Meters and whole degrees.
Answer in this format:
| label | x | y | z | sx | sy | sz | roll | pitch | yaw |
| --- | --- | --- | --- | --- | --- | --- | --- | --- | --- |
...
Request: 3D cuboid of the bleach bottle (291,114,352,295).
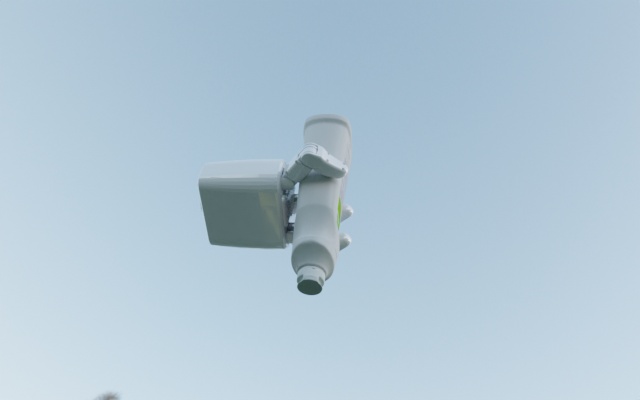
| label | x | y | z | sx | sy | sz | roll | pitch | yaw |
| --- | --- | --- | --- | --- | --- | --- | --- | --- | --- |
| bleach bottle | 0.000 | 0.002 | 0.599 | 0.068 | 0.103 | 0.250 | 0 | 44 | 8 |
